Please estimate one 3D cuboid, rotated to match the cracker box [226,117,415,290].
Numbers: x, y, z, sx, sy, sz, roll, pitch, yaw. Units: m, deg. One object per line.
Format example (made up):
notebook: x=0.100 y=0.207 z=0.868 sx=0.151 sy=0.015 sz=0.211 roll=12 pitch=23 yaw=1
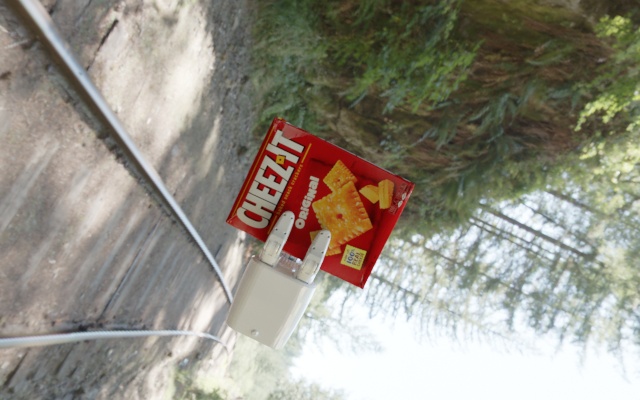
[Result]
cracker box: x=0.000 y=0.002 z=0.671 sx=0.214 sy=0.164 sz=0.072 roll=26 pitch=6 yaw=-1
